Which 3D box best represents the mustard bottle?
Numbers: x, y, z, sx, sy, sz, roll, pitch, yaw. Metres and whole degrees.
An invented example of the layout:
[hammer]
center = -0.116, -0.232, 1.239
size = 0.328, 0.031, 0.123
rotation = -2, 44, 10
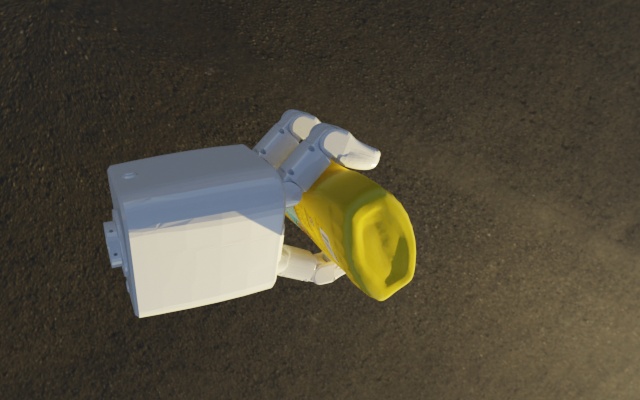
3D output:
[mustard bottle]
center = 0.000, 0.001, 0.412
size = 0.058, 0.096, 0.191
rotation = -34, 33, -13
